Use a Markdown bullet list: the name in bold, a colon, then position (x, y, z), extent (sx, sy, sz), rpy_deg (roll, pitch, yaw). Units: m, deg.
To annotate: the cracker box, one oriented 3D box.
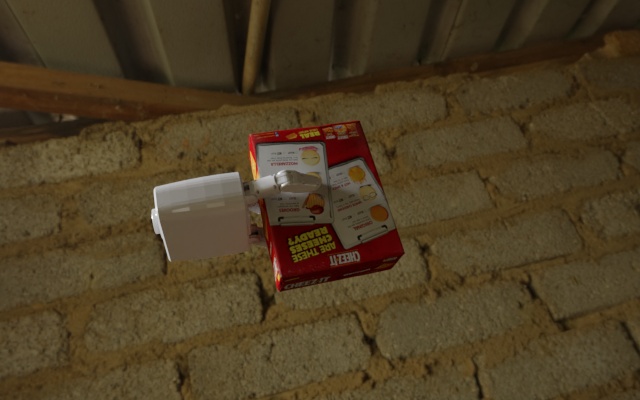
- **cracker box**: position (0.000, 0.002, 0.656), extent (0.164, 0.213, 0.072), rpy_deg (-9, -26, -13)
